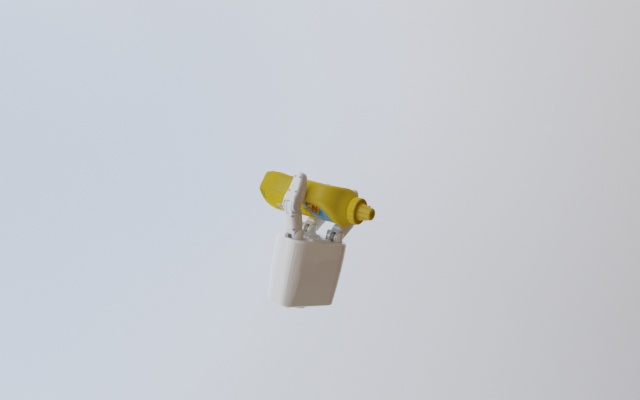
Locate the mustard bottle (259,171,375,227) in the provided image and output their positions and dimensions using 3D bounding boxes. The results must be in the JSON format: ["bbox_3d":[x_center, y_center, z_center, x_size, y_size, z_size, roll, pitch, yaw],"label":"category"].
[{"bbox_3d":[0.000,0.002,0.757,0.191,0.058,0.096,15,-18,35],"label":"mustard bottle"}]
